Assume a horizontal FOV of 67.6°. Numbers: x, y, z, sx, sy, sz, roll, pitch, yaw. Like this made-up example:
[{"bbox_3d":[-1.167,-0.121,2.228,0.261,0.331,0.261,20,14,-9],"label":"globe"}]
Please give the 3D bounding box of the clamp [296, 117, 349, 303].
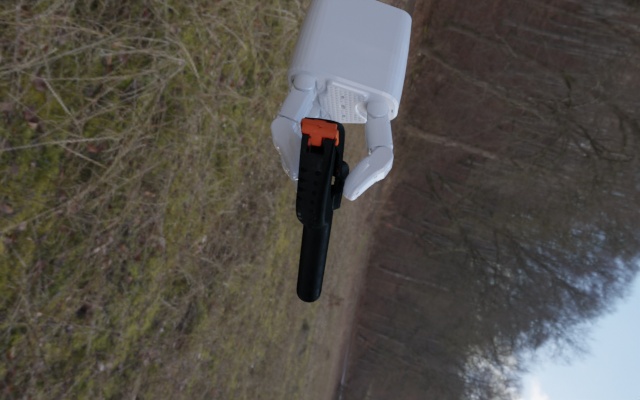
[{"bbox_3d":[0.001,0.001,0.434,0.036,0.164,0.210,10,-18,7],"label":"clamp"}]
